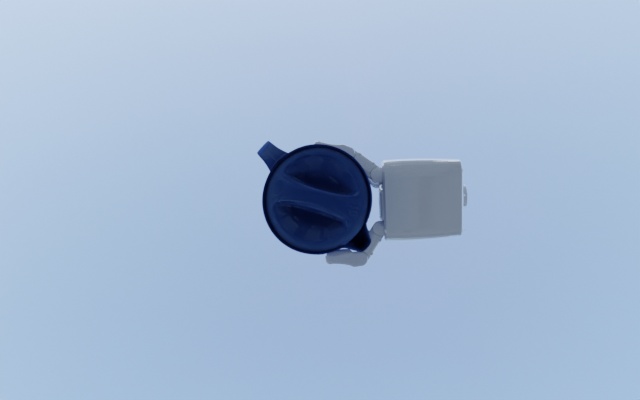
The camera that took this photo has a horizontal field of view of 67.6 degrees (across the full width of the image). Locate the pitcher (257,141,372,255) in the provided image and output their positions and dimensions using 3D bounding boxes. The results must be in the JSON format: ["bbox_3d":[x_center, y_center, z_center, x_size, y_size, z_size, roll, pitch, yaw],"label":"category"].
[{"bbox_3d":[0.000,0.002,0.683,0.145,0.149,0.243,-3,-6,6],"label":"pitcher"}]
